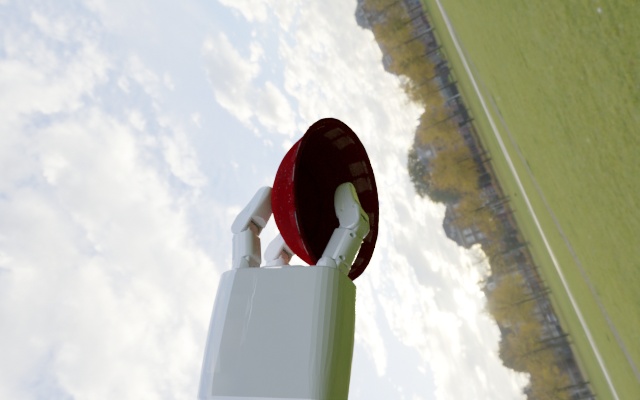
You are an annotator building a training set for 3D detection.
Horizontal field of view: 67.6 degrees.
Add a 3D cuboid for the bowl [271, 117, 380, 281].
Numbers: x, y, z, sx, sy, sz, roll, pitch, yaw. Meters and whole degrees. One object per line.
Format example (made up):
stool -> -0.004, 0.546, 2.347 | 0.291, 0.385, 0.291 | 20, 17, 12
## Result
bowl -> 0.000, 0.001, 0.478 | 0.055, 0.162, 0.162 | -6, -3, 33
